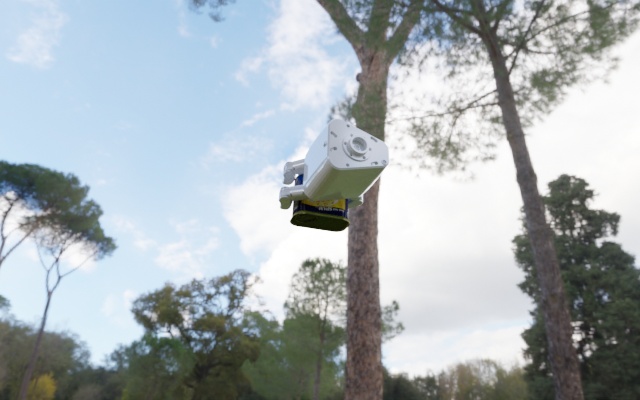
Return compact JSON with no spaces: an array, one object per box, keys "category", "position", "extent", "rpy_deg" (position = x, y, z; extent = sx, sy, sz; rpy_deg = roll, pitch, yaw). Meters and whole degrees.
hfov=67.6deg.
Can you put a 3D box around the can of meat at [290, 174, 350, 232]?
[{"category":"can of meat","position":[0.000,0.003,0.845],"extent":[0.102,0.084,0.057],"rpy_deg":[9,-27,-14]}]
